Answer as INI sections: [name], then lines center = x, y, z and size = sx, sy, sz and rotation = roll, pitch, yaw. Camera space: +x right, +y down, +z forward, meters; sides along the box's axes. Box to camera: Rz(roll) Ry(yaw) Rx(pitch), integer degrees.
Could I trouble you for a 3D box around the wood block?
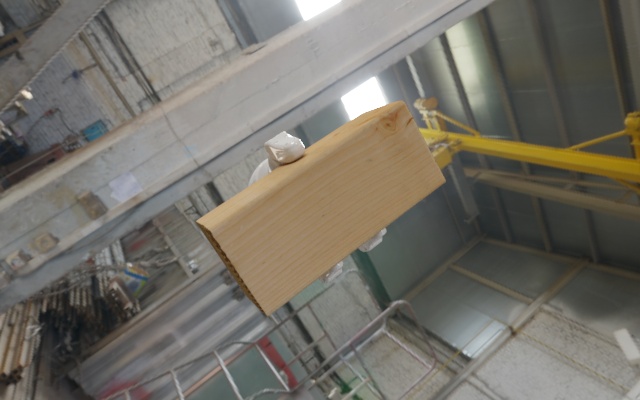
[wood block]
center = 0.000, 0.001, 0.448
size = 0.206, 0.091, 0.090
rotation = -35, 14, -16
